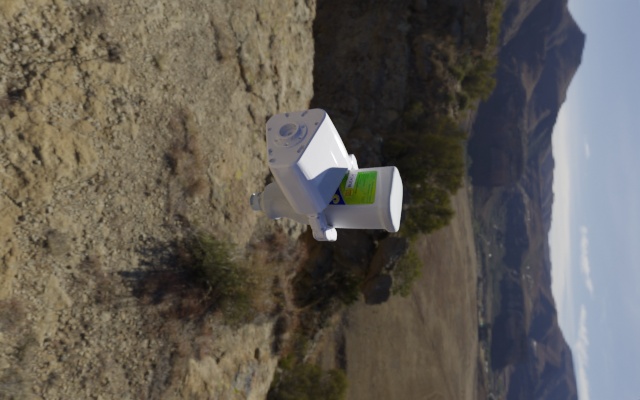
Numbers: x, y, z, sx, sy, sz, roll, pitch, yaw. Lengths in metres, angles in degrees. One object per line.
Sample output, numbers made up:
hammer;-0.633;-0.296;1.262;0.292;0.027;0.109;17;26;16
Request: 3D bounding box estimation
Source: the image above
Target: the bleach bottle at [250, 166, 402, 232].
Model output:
bleach bottle;0.000;0.002;0.768;0.251;0.102;0.068;-3;-38;22
